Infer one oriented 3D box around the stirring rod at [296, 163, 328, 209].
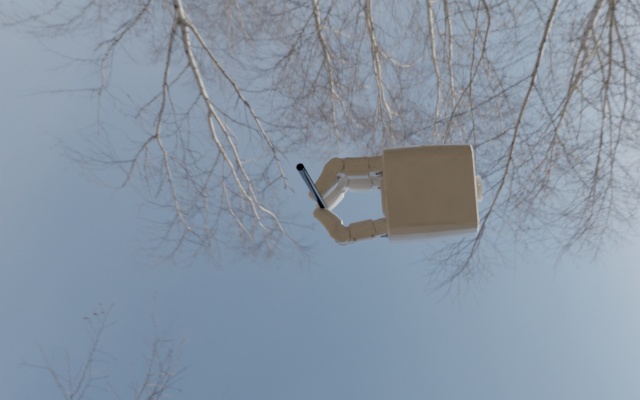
[{"bbox_3d":[0.000,0.002,0.581,0.011,0.011,0.240,0,-17,10],"label":"stirring rod"}]
